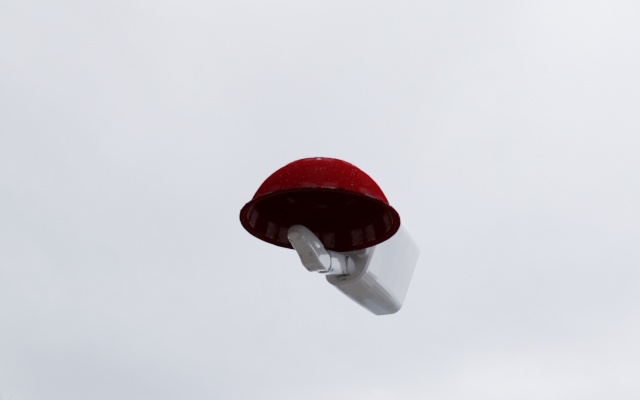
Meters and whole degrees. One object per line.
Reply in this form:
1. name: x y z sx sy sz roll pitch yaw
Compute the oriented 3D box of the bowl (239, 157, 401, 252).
1. bowl: 0.000 0.001 0.489 0.162 0.055 0.162 2 -25 1
